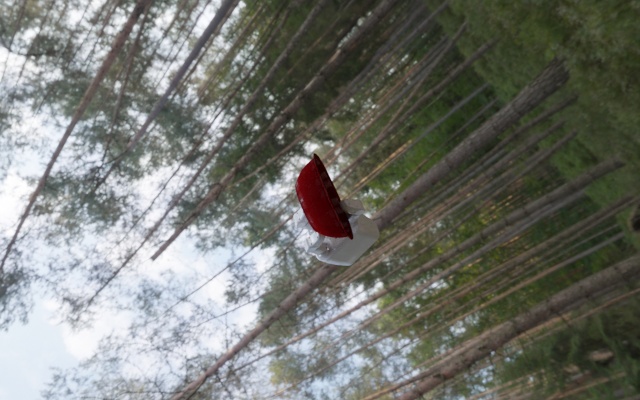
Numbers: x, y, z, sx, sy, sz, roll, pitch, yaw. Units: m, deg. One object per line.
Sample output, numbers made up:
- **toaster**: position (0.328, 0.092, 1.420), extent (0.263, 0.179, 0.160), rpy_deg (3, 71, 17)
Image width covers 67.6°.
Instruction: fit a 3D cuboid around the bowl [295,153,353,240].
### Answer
- **bowl**: position (-0.001, 0.002, 0.819), extent (0.055, 0.162, 0.162), rpy_deg (-24, -3, 7)
